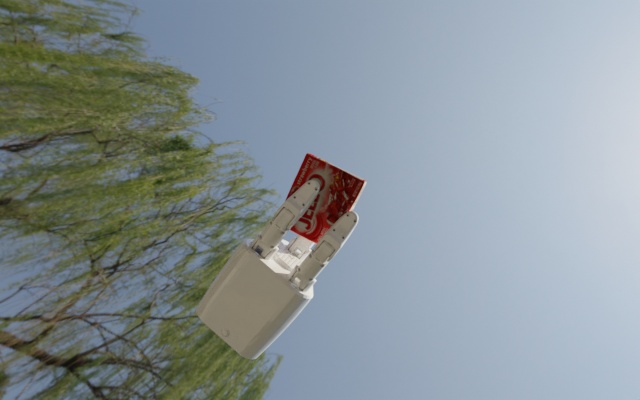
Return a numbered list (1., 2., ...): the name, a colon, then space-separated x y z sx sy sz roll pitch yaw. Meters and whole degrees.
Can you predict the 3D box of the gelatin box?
1. gelatin box: 0.000 0.001 0.542 0.073 0.089 0.030 27 7 8
